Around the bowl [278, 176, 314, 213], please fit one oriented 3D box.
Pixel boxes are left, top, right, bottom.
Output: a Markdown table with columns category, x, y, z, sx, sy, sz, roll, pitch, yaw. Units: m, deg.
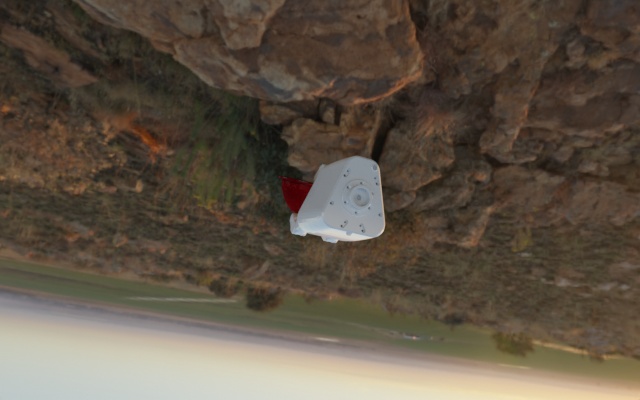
| category | x | y | z | sx | sy | sz | roll | pitch | yaw |
| --- | --- | --- | --- | --- | --- | --- | --- | --- | --- |
| bowl | 0.000 | 0.003 | 0.823 | 0.162 | 0.055 | 0.162 | 14 | 1 | 0 |
